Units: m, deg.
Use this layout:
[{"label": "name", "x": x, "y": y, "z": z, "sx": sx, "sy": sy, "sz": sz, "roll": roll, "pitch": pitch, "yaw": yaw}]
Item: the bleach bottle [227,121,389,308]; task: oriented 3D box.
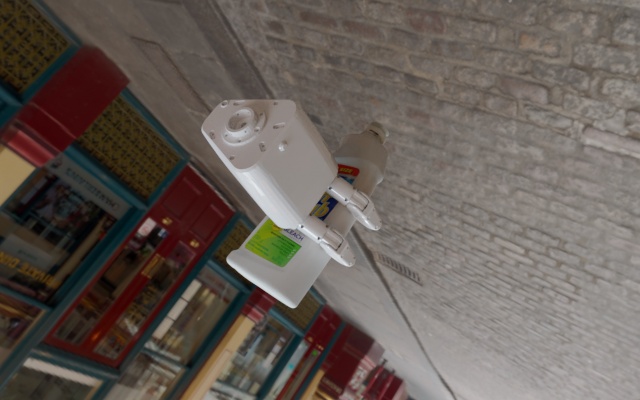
[{"label": "bleach bottle", "x": 0.000, "y": 0.002, "z": 0.592, "sx": 0.102, "sy": 0.250, "sz": 0.068, "roll": 25, "pitch": -19, "yaw": 34}]
